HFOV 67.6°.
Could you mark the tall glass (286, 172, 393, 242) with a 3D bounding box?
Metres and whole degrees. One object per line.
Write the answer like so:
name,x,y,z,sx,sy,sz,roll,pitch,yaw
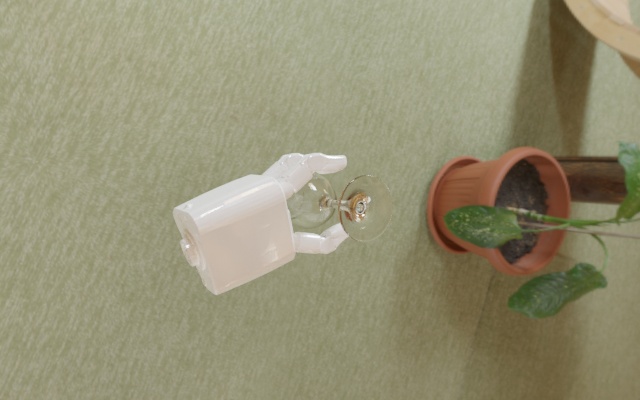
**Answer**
tall glass,0.001,0.002,0.612,0.079,0.079,0.201,0,4,-31
